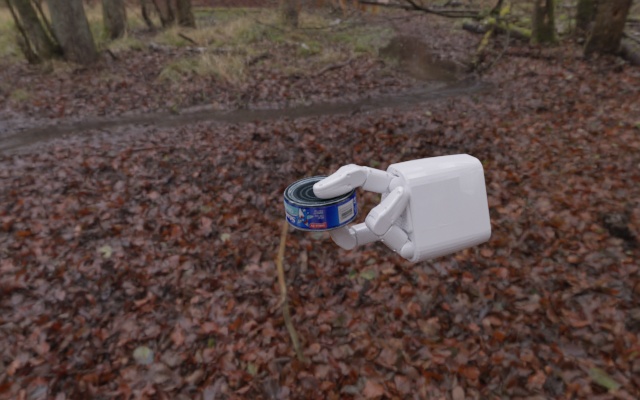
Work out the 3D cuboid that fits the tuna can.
[{"bbox_3d":[0.000,0.001,0.560,0.086,0.034,0.086,-5,26,2],"label":"tuna can"}]
